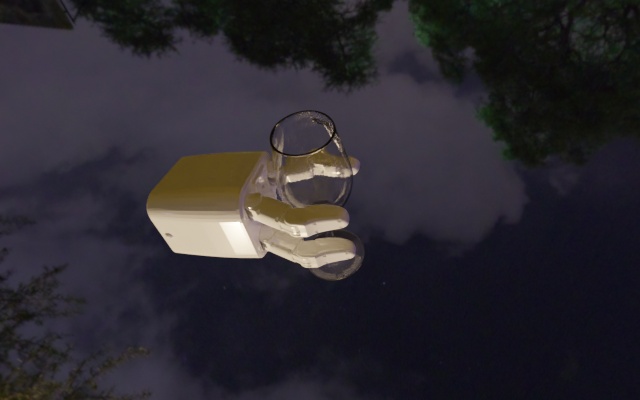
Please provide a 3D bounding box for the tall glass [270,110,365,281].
[{"bbox_3d":[0.000,0.002,0.509,0.079,0.079,0.201,0,-40,12],"label":"tall glass"}]
